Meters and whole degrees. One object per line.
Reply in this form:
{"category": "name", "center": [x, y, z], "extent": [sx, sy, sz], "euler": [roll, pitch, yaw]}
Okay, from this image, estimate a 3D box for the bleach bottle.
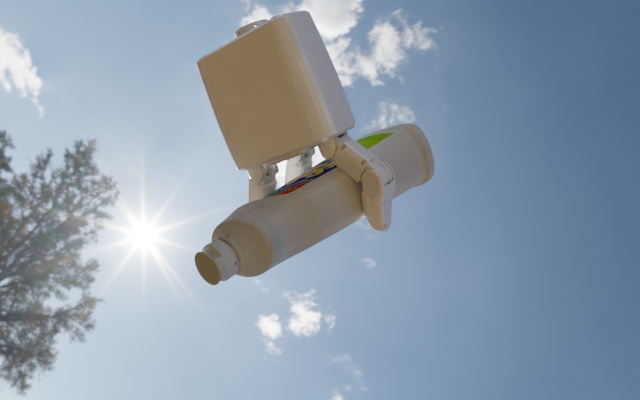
{"category": "bleach bottle", "center": [0.000, 0.001, 0.431], "extent": [0.102, 0.068, 0.250], "euler": [-10, 16, 45]}
